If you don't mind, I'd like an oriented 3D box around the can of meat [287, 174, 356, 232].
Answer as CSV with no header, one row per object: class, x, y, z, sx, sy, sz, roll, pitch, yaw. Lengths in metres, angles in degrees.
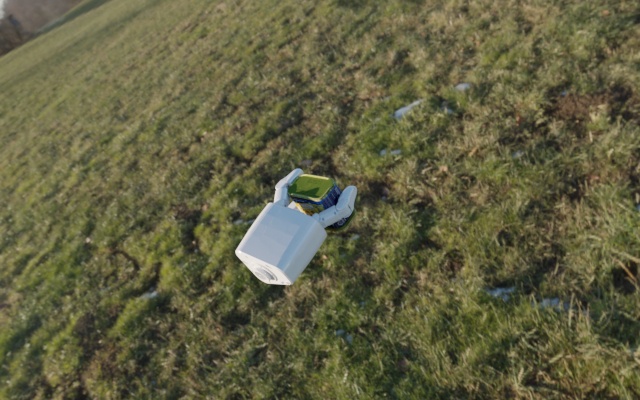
can of meat,0.000,0.002,0.840,0.102,0.057,0.084,11,-34,45
